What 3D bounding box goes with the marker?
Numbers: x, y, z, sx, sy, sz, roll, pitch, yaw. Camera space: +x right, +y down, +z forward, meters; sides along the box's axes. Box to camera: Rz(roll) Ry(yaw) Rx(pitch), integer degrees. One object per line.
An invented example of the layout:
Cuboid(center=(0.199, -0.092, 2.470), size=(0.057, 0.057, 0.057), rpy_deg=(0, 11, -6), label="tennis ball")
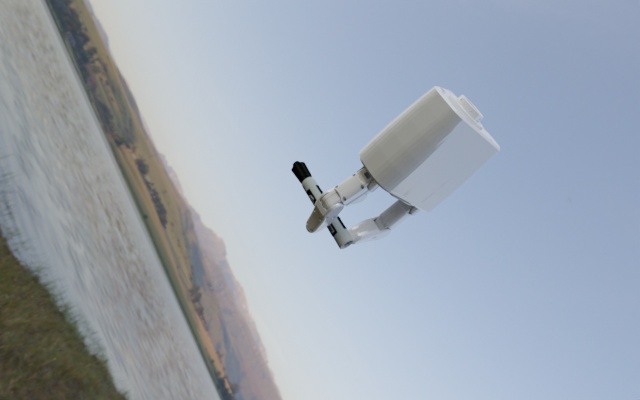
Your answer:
Cuboid(center=(0.000, 0.002, 0.551), size=(0.020, 0.121, 0.020), rpy_deg=(-27, -24, -13), label="marker")
